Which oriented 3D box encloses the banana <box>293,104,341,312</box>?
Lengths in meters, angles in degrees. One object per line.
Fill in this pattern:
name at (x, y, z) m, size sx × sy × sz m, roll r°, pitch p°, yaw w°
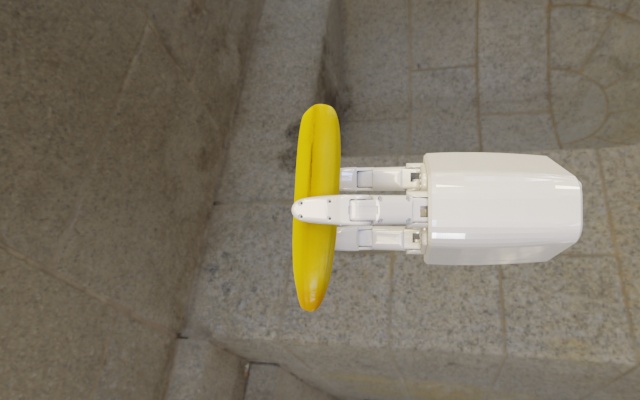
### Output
banana at (-0.001, -0.010, 0.406) m, size 0.037 × 0.197 × 0.070 m, roll 0°, pitch -25°, yaw 6°
